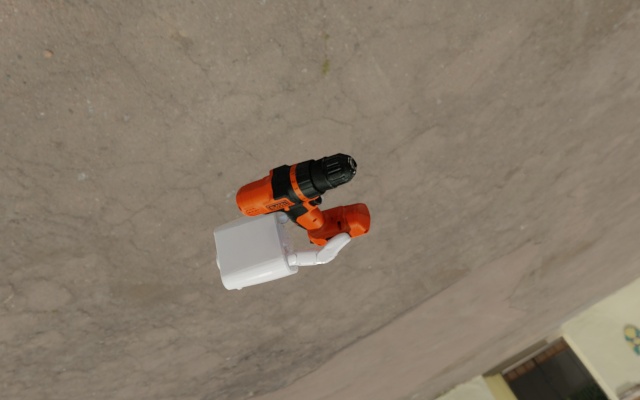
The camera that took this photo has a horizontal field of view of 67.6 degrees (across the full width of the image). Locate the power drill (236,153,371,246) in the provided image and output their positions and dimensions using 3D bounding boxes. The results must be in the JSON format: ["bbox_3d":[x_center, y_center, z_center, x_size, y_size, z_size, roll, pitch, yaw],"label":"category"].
[{"bbox_3d":[0.000,0.003,0.697,0.184,0.057,0.188,-16,-31,27],"label":"power drill"}]
